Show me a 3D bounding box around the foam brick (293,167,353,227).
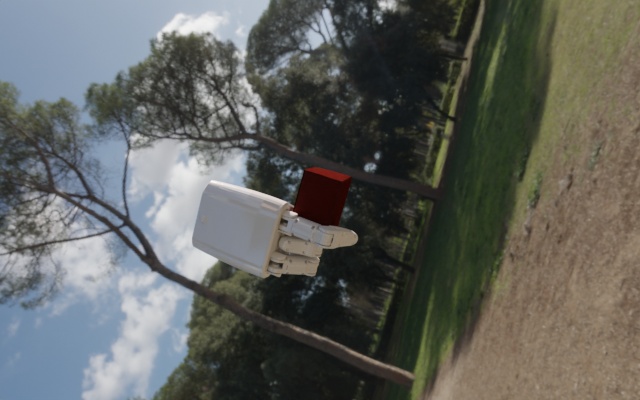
[{"bbox_3d":[0.000,0.002,0.595,0.051,0.078,0.053,19,12,14],"label":"foam brick"}]
